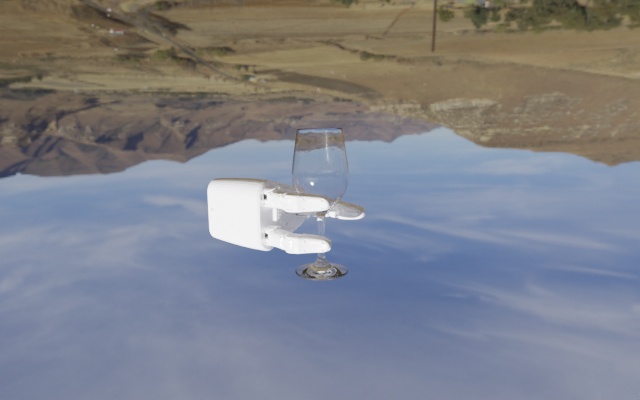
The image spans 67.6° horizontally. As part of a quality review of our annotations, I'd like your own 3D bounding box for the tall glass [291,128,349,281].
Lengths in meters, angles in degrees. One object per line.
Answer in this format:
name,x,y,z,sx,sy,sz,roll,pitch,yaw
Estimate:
tall glass,0.000,0.003,0.655,0.079,0.201,0.079,0,10,0
